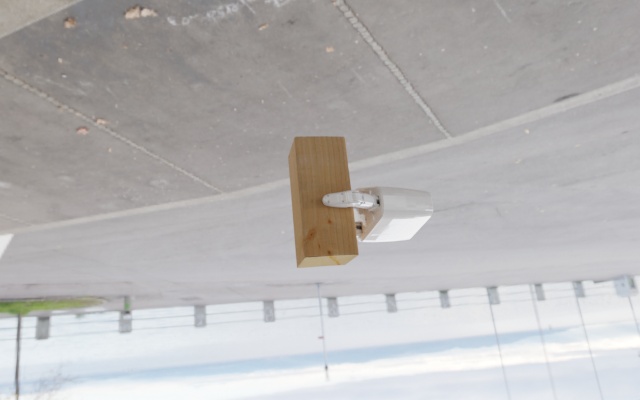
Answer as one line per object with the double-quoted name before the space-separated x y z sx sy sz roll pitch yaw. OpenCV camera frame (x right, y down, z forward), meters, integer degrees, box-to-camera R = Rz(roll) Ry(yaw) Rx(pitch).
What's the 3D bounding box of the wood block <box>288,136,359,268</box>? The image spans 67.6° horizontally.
"wood block" 0.001 0.003 0.815 0.090 0.206 0.091 -2 -18 -13
